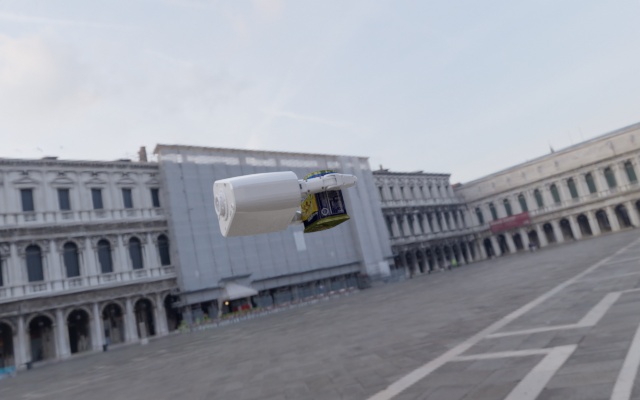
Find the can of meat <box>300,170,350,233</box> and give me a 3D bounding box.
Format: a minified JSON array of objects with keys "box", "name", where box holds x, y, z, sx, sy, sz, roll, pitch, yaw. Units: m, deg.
[{"box":[0.000,0.002,0.796,0.057,0.084,0.102,-9,-11,-23],"name":"can of meat"}]
